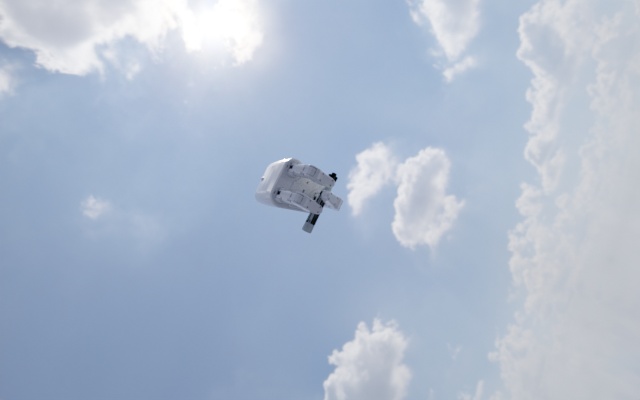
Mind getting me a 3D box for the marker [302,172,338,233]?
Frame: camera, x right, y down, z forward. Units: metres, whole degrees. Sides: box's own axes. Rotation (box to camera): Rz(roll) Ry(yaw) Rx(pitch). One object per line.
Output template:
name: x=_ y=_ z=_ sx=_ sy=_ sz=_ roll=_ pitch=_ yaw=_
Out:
marker: x=0.000 y=0.003 z=0.877 sx=0.020 sy=0.121 sz=0.020 roll=25 pitch=-11 yaw=5
